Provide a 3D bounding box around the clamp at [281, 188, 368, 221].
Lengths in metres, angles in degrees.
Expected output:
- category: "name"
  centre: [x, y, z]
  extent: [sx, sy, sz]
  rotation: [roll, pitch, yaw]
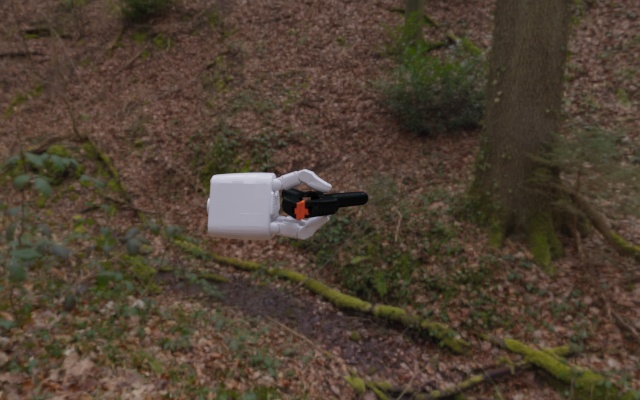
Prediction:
- category: "clamp"
  centre: [0.000, 0.002, 0.815]
  extent: [0.164, 0.036, 0.210]
  rotation: [1, 8, 5]
